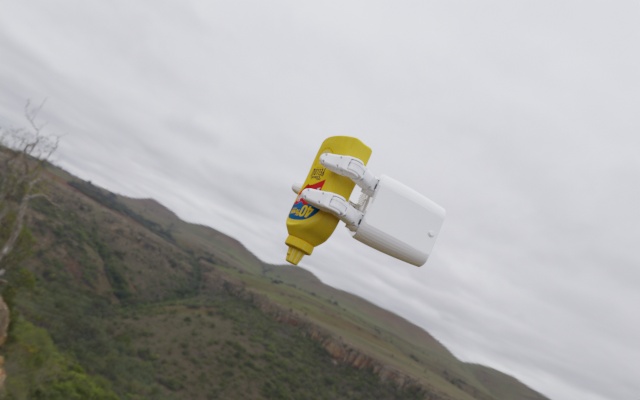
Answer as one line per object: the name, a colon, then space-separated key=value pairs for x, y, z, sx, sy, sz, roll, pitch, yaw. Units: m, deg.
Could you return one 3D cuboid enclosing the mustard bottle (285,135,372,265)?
mustard bottle: x=0.000 y=0.002 z=0.678 sx=0.058 sy=0.191 sz=0.096 roll=33 pitch=-15 yaw=-31
